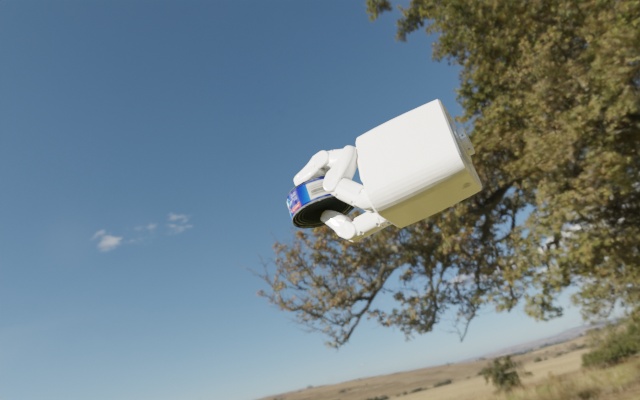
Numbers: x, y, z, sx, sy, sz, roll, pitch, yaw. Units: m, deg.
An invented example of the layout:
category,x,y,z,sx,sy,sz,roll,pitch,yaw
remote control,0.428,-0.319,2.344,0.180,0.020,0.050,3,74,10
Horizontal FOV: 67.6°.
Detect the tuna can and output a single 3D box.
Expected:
category,x,y,z,sx,sy,sz,roll,pitch,yaw
tuna can,0.000,0.002,0.617,0.086,0.033,0.086,-16,-24,-7
